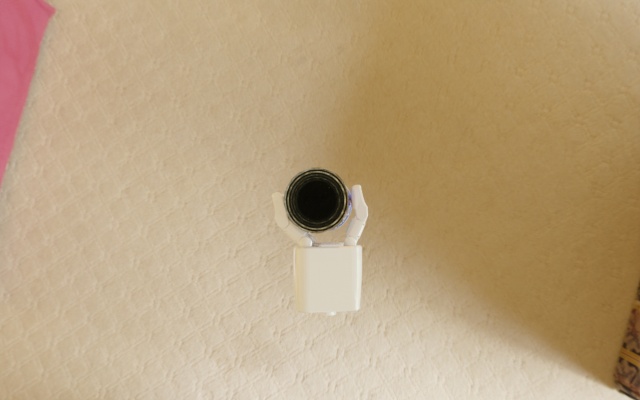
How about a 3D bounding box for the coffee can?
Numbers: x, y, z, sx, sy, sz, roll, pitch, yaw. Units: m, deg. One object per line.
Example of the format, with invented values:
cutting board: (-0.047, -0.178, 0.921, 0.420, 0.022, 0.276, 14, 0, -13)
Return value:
coffee can: (0.000, 0.002, 0.804, 0.103, 0.103, 0.140, 0, -2, 5)
